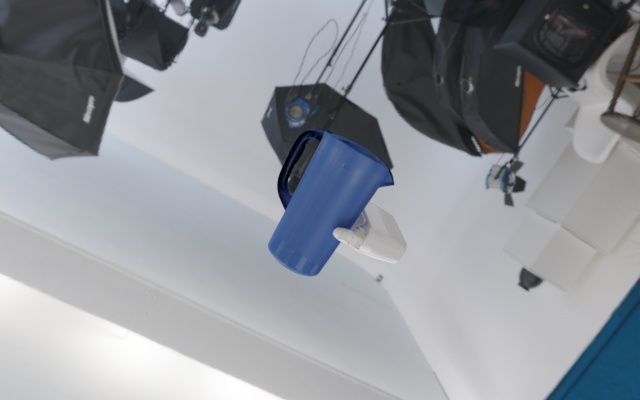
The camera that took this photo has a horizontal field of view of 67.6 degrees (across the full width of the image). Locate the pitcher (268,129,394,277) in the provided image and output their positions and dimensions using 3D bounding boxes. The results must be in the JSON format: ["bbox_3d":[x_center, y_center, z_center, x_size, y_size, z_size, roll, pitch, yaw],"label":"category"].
[{"bbox_3d":[0.000,0.003,0.844,0.145,0.243,0.149,24,13,-34],"label":"pitcher"}]
